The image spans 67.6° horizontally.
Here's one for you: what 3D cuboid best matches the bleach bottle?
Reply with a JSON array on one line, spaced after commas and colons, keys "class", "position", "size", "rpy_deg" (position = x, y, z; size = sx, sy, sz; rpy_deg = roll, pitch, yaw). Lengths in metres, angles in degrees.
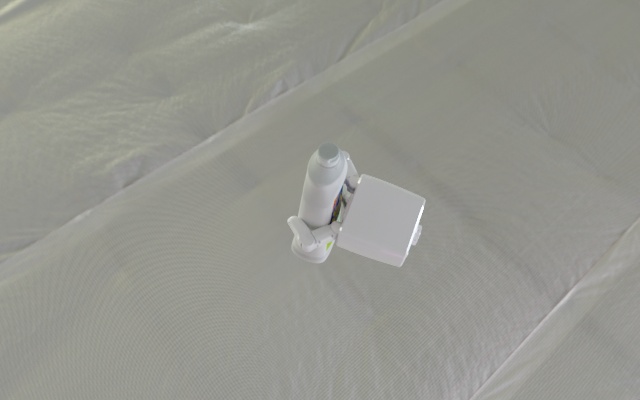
[{"class": "bleach bottle", "position": [0.000, 0.002, 0.739], "size": [0.068, 0.102, 0.251], "rpy_deg": [21, -29, 8]}]
